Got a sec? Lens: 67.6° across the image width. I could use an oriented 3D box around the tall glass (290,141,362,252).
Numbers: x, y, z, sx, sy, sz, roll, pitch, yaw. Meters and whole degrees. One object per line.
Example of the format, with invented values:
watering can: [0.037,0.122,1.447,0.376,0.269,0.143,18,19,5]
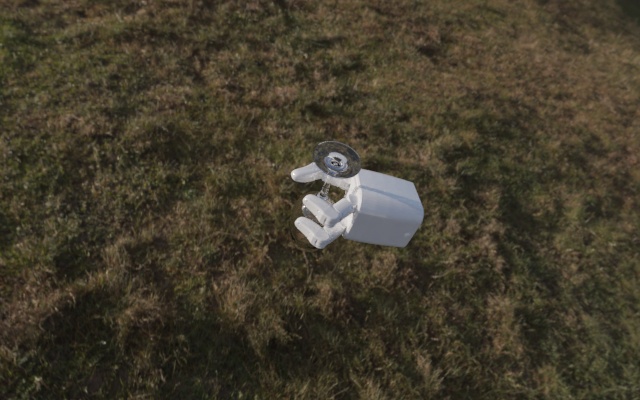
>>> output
tall glass: [0.000,0.002,0.766,0.079,0.079,0.201,0,-39,-19]
